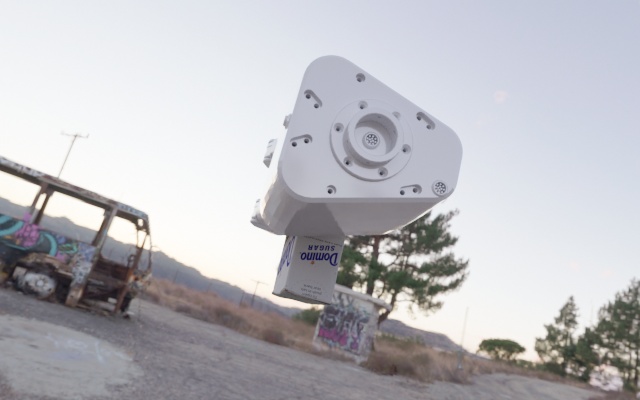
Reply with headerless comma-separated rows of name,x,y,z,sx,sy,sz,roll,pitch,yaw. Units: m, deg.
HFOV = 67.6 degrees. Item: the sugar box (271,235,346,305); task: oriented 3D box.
sugar box,0.000,0.001,0.423,0.048,0.176,0.093,18,-15,-8
